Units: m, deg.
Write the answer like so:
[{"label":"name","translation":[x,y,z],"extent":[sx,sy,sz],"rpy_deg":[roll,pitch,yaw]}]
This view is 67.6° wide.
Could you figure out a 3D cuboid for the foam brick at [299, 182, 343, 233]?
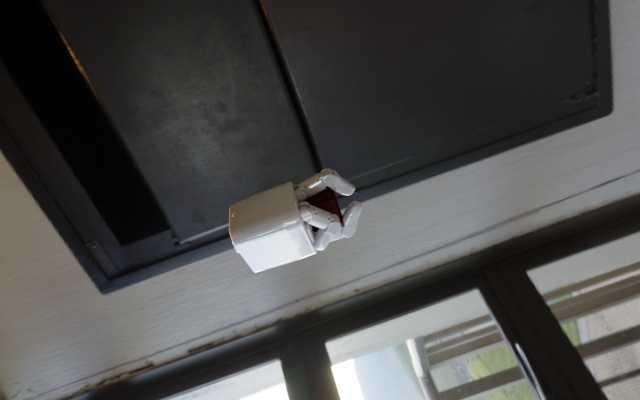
[{"label":"foam brick","translation":[0.000,0.002,0.761],"extent":[0.051,0.053,0.078],"rpy_deg":[-20,32,2]}]
